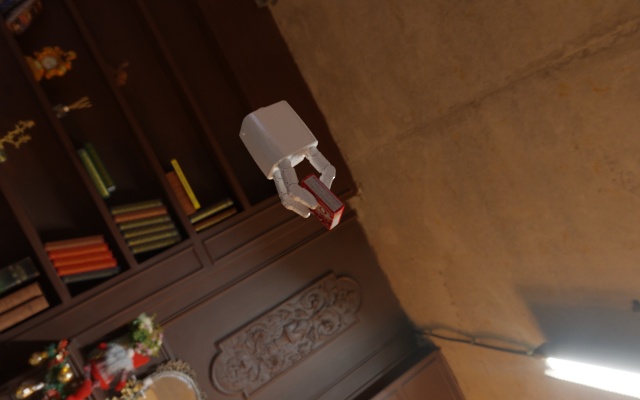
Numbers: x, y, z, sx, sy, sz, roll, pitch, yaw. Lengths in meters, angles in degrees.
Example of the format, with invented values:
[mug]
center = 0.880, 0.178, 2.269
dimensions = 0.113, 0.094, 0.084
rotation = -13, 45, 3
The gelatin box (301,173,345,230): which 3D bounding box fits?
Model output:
[gelatin box]
center = 0.001, 0.003, 0.880
dimensions = 0.030, 0.089, 0.073
rotation = -38, -17, -23
